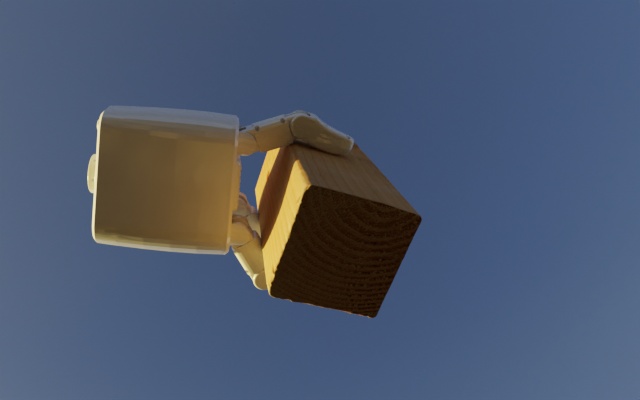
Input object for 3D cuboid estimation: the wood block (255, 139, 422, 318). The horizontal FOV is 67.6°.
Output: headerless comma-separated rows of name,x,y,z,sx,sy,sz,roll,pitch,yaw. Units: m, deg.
wood block,0.000,0.001,0.429,0.090,0.091,0.206,16,19,-16
